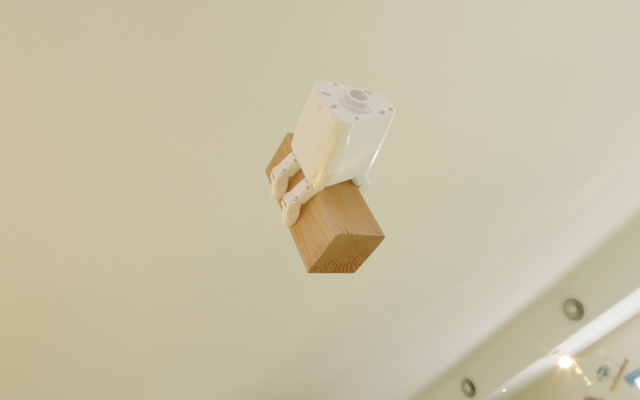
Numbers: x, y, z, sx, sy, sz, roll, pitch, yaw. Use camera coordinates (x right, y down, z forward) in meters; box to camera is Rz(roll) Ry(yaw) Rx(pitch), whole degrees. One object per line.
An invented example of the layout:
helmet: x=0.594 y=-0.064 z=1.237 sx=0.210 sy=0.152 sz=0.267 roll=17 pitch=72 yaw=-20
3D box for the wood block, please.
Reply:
wood block: x=0.001 y=0.002 z=0.727 sx=0.091 sy=0.206 sz=0.090 roll=6 pitch=-47 yaw=-36
